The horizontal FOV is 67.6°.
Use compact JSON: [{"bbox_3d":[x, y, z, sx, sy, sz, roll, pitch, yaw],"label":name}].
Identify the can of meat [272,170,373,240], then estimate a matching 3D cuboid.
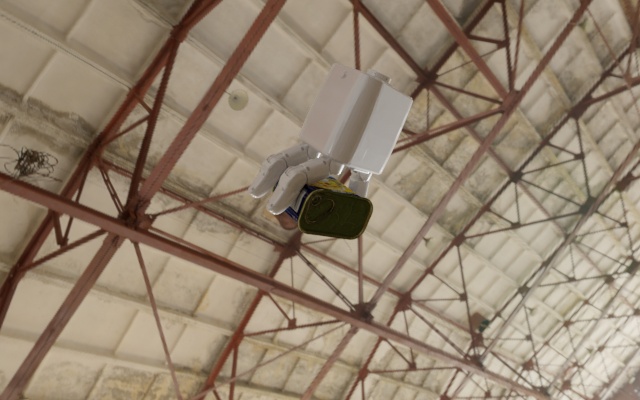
[{"bbox_3d":[0.000,0.002,0.599,0.102,0.057,0.084,10,18,-36],"label":"can of meat"}]
